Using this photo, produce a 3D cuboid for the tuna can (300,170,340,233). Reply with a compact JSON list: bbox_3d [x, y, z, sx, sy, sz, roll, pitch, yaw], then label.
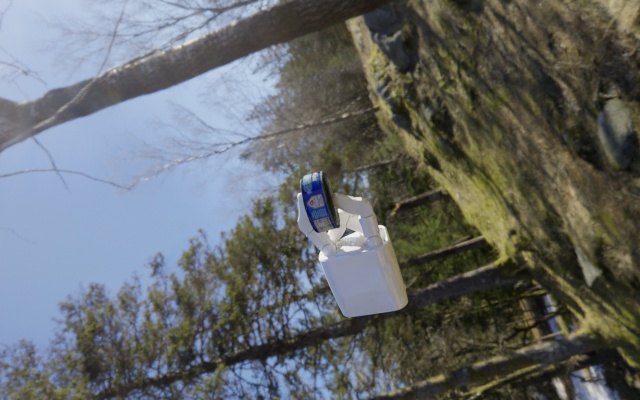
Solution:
[{"bbox_3d":[0.000,0.002,0.679,0.034,0.086,0.086,-16,-3,9],"label":"tuna can"}]
